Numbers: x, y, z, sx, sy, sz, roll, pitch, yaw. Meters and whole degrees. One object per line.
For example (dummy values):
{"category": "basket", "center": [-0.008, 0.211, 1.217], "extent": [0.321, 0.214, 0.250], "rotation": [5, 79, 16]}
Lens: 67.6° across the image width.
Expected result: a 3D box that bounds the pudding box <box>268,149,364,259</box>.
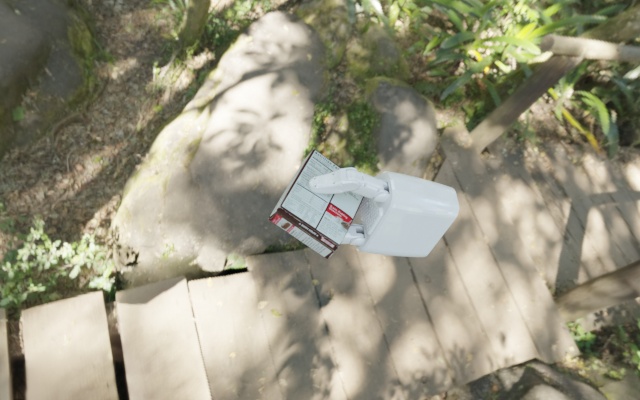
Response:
{"category": "pudding box", "center": [0.000, 0.002, 0.597], "extent": [0.090, 0.113, 0.039], "rotation": [34, -41, -7]}
